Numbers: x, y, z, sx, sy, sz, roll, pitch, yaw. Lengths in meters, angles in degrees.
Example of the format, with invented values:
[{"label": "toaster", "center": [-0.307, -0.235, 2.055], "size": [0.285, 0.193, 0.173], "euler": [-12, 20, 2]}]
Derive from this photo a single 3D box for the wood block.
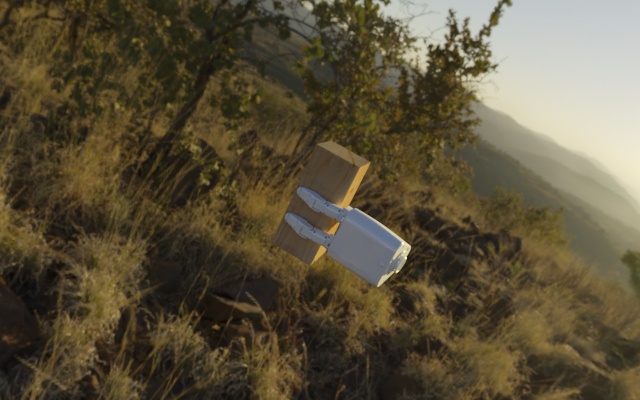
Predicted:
[{"label": "wood block", "center": [0.001, 0.003, 0.890], "size": [0.090, 0.206, 0.091], "euler": [30, 18, 11]}]
